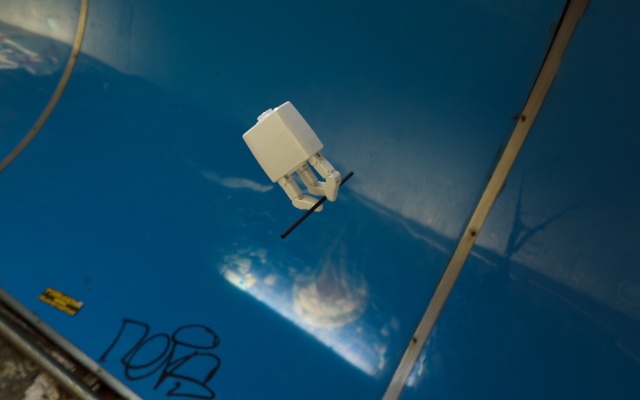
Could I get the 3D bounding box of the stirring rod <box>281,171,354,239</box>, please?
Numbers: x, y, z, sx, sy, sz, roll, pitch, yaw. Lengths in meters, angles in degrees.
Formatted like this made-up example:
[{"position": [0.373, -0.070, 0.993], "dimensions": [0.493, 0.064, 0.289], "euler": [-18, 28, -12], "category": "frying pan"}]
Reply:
[{"position": [0.000, 0.003, 0.881], "dimensions": [0.011, 0.011, 0.239], "euler": [0, 29, 37], "category": "stirring rod"}]
